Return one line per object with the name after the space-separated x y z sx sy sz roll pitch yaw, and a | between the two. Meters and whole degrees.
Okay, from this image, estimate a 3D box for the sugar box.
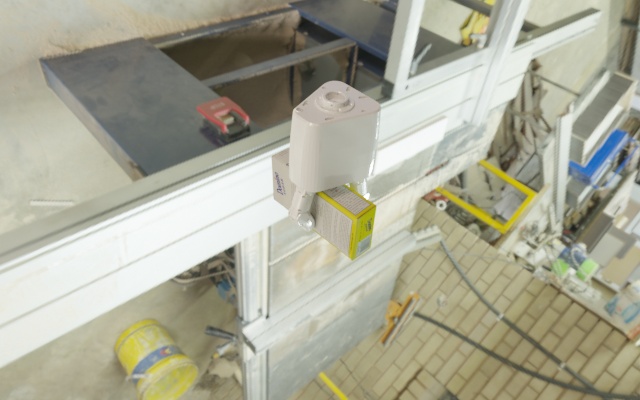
0.001 0.002 0.702 0.048 0.093 0.176 -31 54 -30 | sugar box
